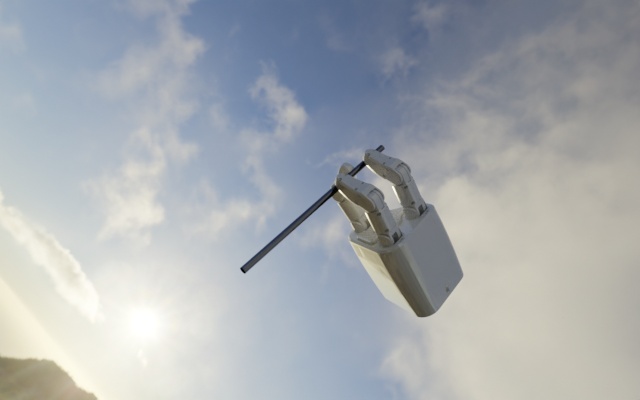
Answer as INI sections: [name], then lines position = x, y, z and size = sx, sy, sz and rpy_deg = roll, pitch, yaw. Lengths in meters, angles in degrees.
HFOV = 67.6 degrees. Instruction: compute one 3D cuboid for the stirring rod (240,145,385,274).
[stirring rod]
position = 0.000, 0.002, 0.535
size = 0.239, 0.011, 0.011
rpy_deg = -41, 25, -31
